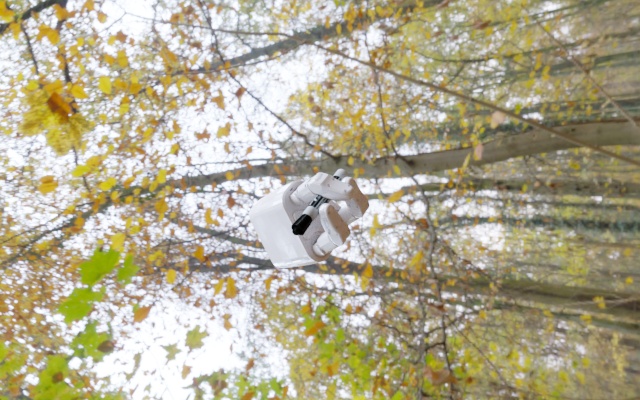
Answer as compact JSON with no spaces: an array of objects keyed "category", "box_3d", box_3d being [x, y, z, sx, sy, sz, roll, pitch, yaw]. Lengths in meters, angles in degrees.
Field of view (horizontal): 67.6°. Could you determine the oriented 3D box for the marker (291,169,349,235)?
[{"category":"marker","box_3d":[0.000,0.002,0.615,0.020,0.020,0.121,0,39,42]}]
